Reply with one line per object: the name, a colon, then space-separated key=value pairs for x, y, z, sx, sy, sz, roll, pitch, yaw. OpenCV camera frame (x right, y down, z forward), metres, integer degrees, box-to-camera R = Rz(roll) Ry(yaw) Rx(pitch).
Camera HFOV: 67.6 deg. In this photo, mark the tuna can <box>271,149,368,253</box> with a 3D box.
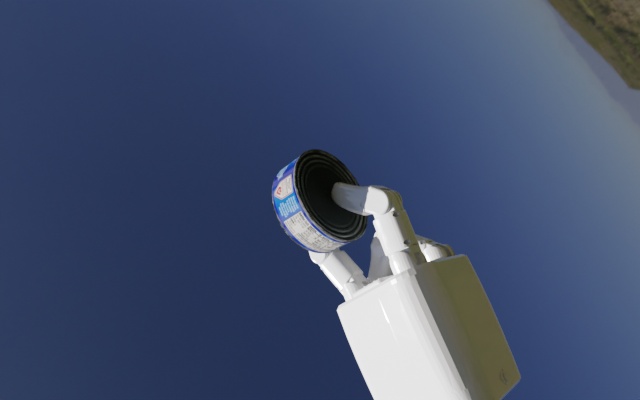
tuna can: x=0.000 y=0.002 z=0.411 sx=0.034 sy=0.086 sz=0.086 roll=-32 pitch=-20 yaw=37
